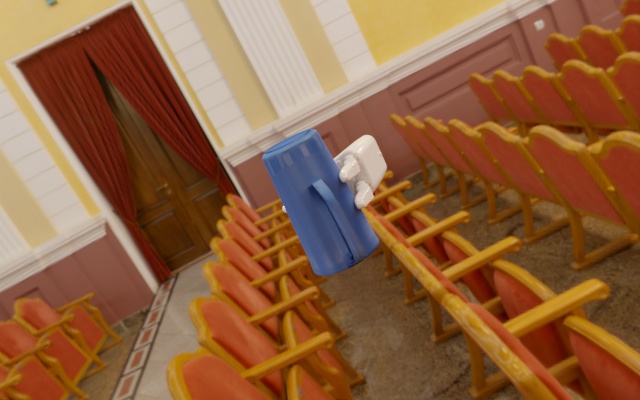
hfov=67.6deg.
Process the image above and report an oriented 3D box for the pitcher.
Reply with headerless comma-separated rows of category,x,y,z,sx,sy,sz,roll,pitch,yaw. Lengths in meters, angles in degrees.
pitcher,0.000,0.003,0.842,0.149,0.243,0.145,-18,17,34
